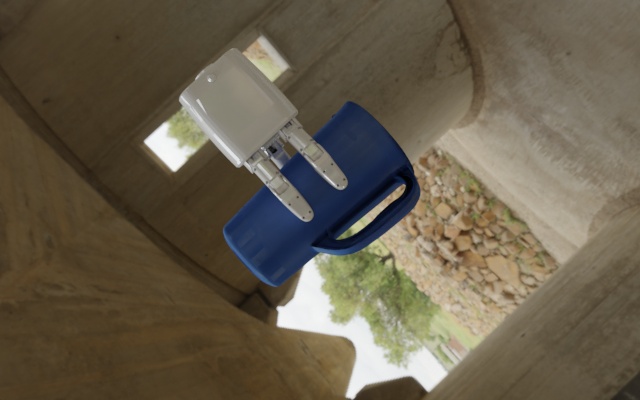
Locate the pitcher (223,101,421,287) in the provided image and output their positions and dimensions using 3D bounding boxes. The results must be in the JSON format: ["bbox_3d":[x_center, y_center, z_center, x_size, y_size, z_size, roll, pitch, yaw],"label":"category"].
[{"bbox_3d":[0.000,0.002,0.621,0.243,0.145,0.149,-43,10,-2],"label":"pitcher"}]
